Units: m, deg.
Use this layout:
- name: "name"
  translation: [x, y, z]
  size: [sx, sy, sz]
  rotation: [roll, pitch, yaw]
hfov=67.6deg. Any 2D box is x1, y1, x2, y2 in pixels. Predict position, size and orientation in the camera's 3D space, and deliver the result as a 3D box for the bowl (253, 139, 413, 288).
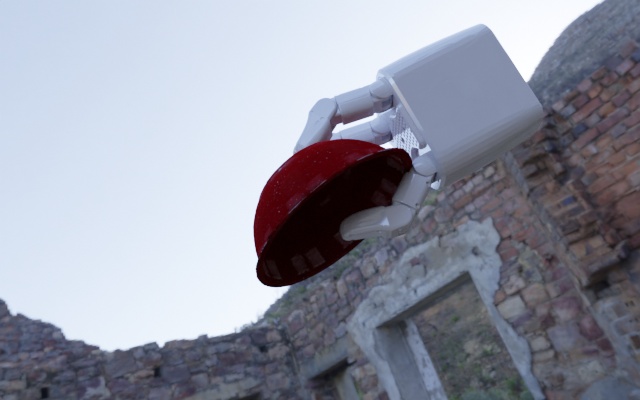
- name: "bowl"
  translation: [-0.001, 0.002, 0.406]
  size: [0.055, 0.162, 0.162]
  rotation: [49, 24, 24]
